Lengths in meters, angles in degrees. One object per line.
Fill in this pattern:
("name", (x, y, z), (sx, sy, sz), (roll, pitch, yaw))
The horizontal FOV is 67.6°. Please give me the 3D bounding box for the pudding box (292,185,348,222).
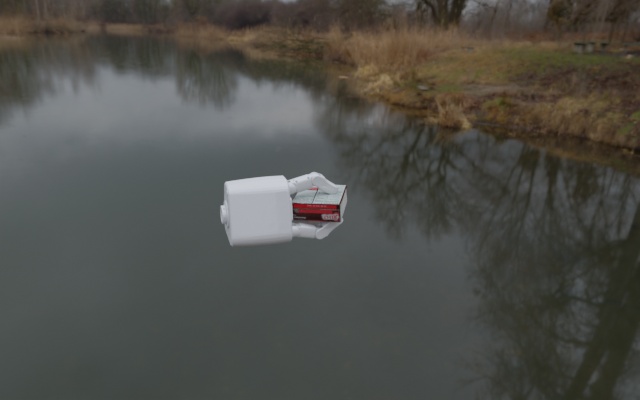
("pudding box", (0.000, 0.003, 0.880), (0.090, 0.039, 0.113), (3, 22, 9))
